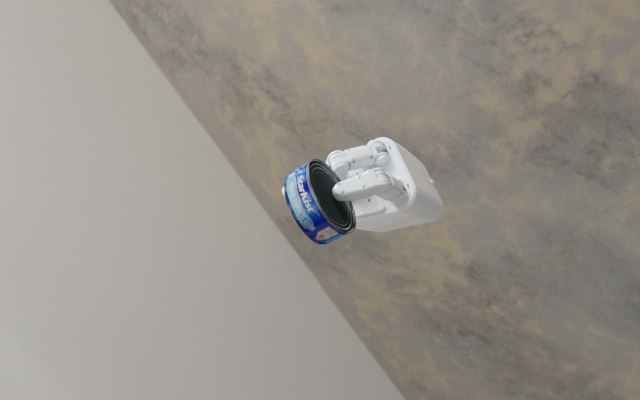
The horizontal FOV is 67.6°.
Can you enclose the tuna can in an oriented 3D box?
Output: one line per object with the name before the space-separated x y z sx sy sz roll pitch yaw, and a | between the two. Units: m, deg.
tuna can | 0.000 0.002 0.498 0.034 0.086 0.086 -28 -12 23
